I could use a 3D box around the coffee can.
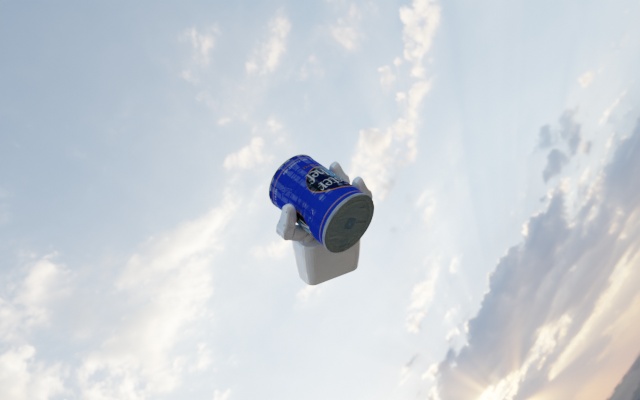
[{"bbox_3d":[0.000,0.002,0.757,0.103,0.103,0.140,0,29,-48],"label":"coffee can"}]
